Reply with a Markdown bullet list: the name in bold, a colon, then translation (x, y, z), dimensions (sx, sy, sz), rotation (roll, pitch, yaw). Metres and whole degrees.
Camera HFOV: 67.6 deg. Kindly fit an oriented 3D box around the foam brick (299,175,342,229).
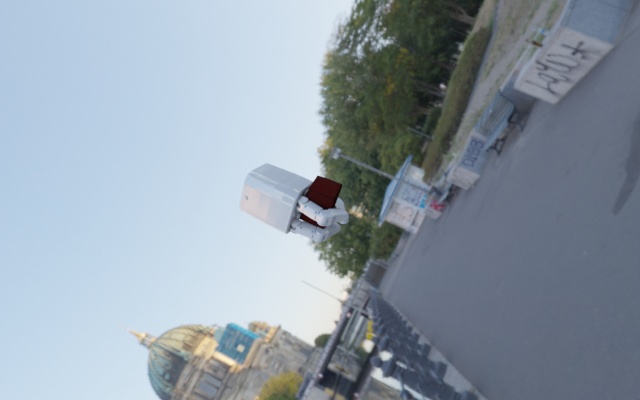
- **foam brick**: translation (0.000, 0.003, 0.885), dimensions (0.051, 0.078, 0.053), rotation (24, 37, 7)
